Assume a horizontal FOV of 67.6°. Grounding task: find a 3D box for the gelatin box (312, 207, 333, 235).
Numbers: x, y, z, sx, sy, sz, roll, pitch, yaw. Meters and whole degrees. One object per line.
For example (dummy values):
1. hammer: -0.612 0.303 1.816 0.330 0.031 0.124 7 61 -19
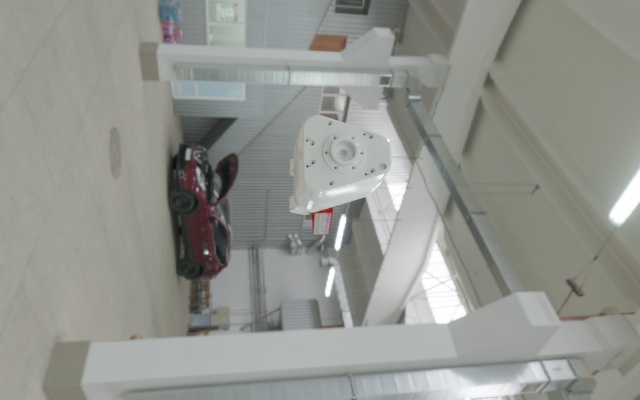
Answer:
1. gelatin box: 0.001 0.002 0.722 0.030 0.073 0.089 -2 -25 -3
